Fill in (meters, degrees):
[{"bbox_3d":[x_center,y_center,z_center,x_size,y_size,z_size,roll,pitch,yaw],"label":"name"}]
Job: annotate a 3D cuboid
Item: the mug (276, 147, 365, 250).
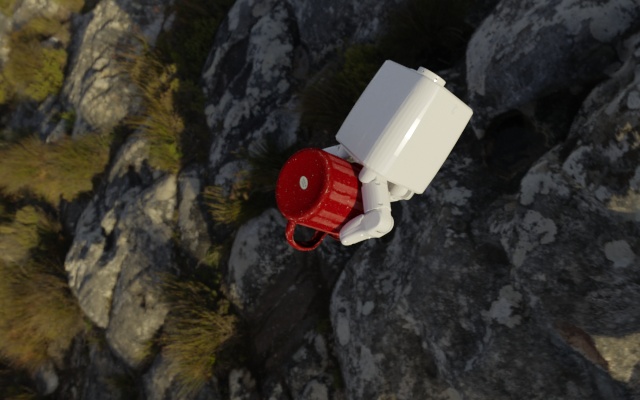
[{"bbox_3d":[-0.001,0.003,0.521,0.081,0.117,0.093,19,16,-46],"label":"mug"}]
